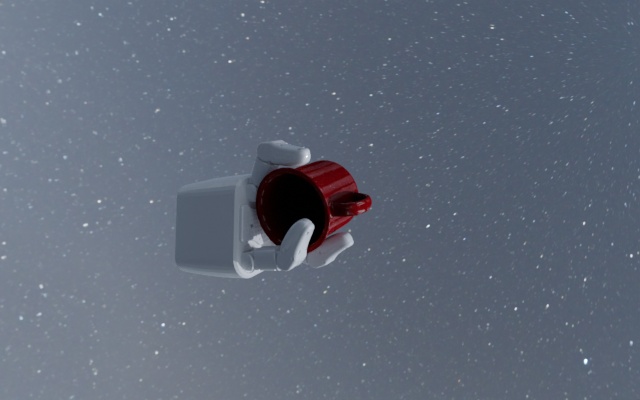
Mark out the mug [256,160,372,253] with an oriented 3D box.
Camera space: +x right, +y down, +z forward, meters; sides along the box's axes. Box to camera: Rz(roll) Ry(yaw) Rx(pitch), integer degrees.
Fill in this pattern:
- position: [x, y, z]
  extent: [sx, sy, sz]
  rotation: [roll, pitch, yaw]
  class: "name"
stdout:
- position: [0.001, 0.002, 0.518]
  extent: [0.117, 0.093, 0.081]
  rotation: [-1, 14, 33]
  class: "mug"
